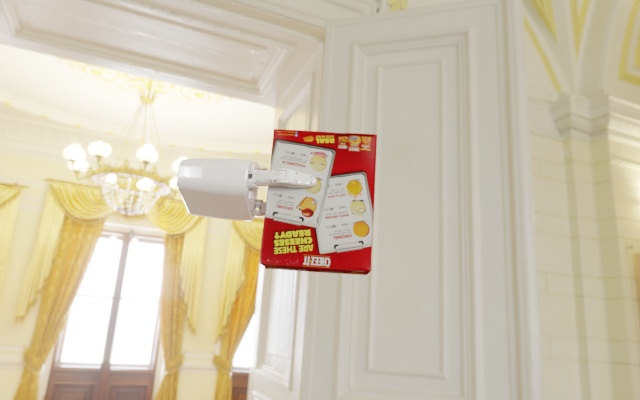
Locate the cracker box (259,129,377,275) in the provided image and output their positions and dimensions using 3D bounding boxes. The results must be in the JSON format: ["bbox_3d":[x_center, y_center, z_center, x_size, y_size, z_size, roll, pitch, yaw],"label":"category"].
[{"bbox_3d":[0.000,0.002,0.741,0.164,0.213,0.072,3,-15,3],"label":"cracker box"}]
